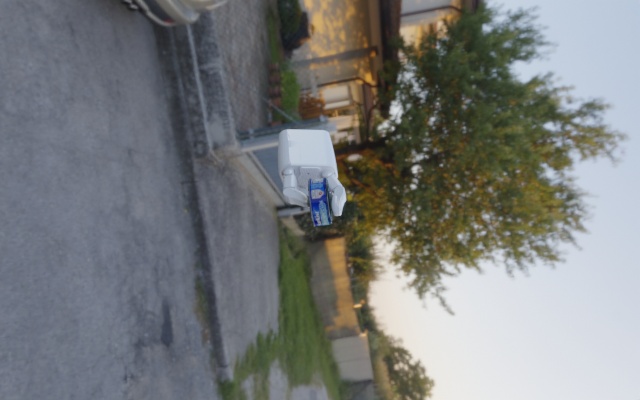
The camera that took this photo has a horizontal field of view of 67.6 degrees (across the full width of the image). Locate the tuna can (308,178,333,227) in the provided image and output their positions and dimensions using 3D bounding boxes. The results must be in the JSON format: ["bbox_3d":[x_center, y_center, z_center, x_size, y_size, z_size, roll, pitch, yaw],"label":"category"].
[{"bbox_3d":[0.001,0.003,0.861,0.034,0.086,0.086,-7,-1,5],"label":"tuna can"}]
